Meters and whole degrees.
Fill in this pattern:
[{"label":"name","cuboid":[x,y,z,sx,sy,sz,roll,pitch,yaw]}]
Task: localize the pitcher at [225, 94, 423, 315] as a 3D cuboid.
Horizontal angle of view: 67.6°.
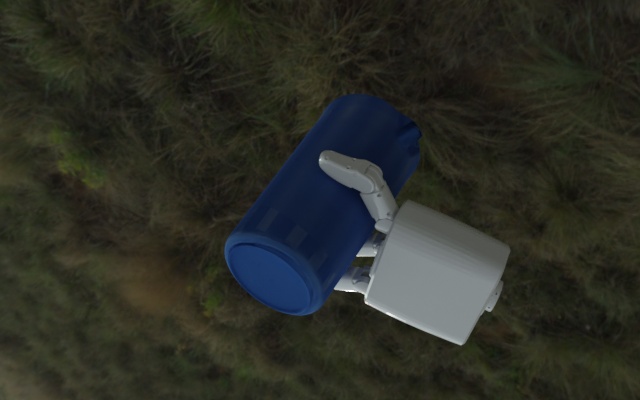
[{"label":"pitcher","cuboid":[0.000,0.002,0.520,0.145,0.149,0.242,25,48,14]}]
